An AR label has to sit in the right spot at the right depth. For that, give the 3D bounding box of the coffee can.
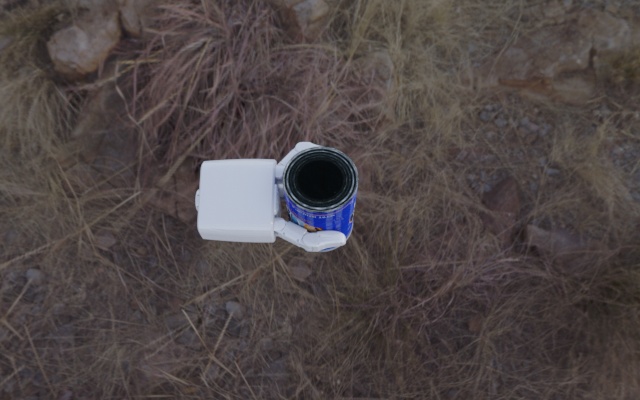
[{"bbox_3d":[0.000,0.002,0.698,0.103,0.102,0.140,0,-28,0],"label":"coffee can"}]
